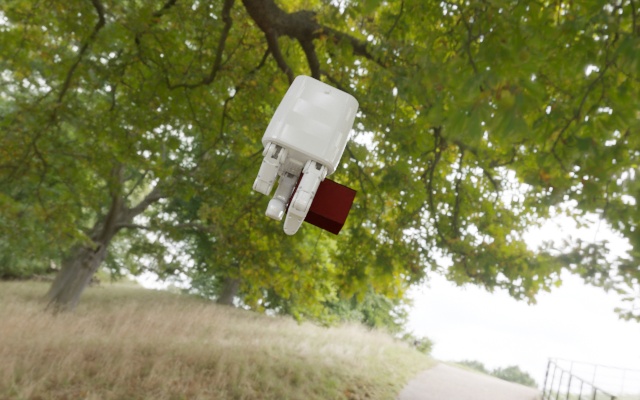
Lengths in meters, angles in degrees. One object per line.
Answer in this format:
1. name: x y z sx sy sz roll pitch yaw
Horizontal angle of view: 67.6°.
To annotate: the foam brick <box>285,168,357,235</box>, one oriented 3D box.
1. foam brick: 0.000 0.002 0.622 0.078 0.051 0.053 24 -21 -2
